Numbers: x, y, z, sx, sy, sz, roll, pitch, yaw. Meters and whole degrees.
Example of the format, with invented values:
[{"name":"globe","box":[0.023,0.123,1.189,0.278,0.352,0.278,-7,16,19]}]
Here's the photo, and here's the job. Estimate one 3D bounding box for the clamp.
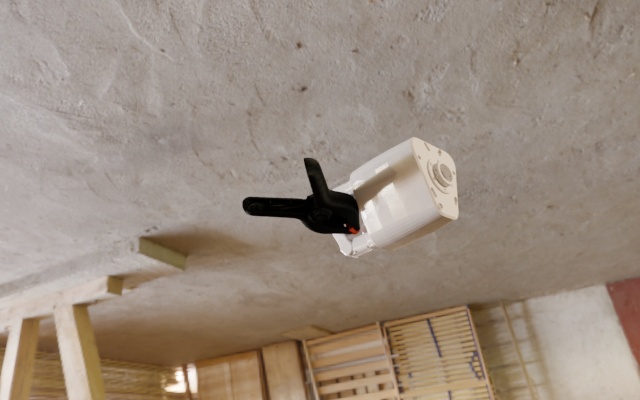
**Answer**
[{"name":"clamp","box":[0.000,0.003,0.615,0.171,0.039,0.120,17,-35,-38]}]
